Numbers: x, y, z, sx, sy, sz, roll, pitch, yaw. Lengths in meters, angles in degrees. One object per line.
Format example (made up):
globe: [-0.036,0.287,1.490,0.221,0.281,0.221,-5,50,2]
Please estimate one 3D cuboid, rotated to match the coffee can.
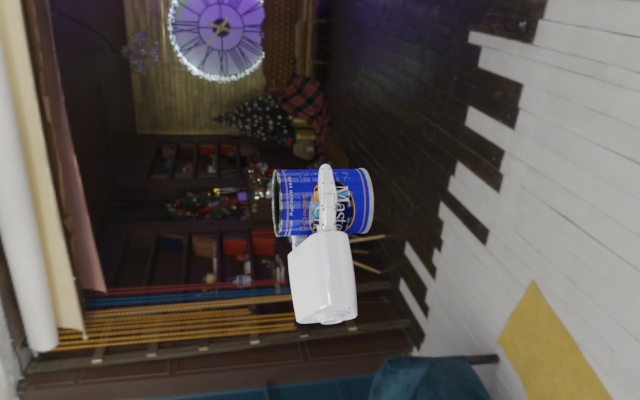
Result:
coffee can: [0.000,0.002,0.737,0.140,0.103,0.103,-2,0,-12]
